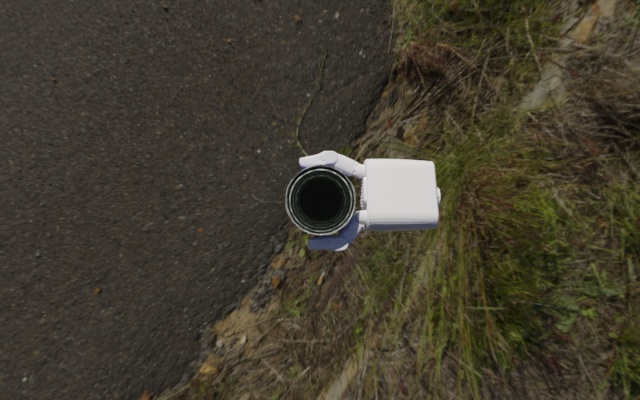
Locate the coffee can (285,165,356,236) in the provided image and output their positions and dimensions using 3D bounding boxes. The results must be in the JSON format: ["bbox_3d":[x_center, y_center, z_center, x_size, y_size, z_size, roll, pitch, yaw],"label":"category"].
[{"bbox_3d":[0.000,0.002,0.752,0.103,0.103,0.140,0,-2,0],"label":"coffee can"}]
